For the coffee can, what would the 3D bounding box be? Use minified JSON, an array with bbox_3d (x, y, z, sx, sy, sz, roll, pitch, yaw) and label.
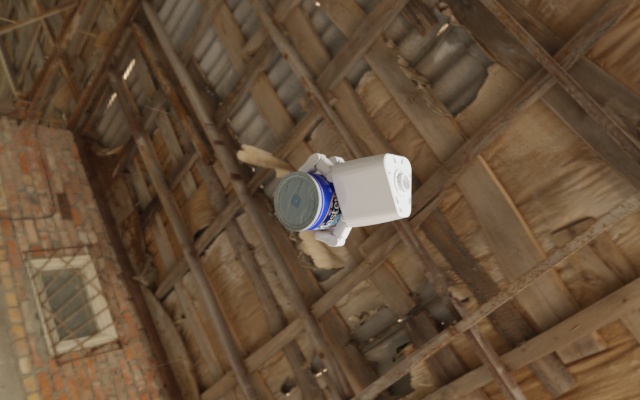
[{"bbox_3d":[0.000,0.003,0.867,0.103,0.103,0.140,0,-2,38],"label":"coffee can"}]
